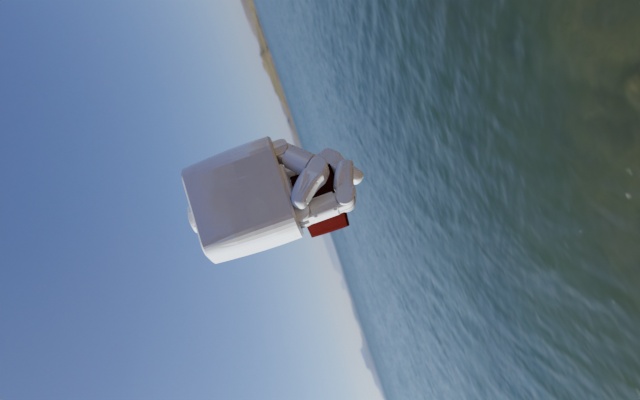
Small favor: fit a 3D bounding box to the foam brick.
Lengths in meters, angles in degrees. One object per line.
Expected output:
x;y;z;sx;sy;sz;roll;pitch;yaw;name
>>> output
0.000;0.002;0.580;0.051;0.053;0.078;-20;-28;-1;foam brick
